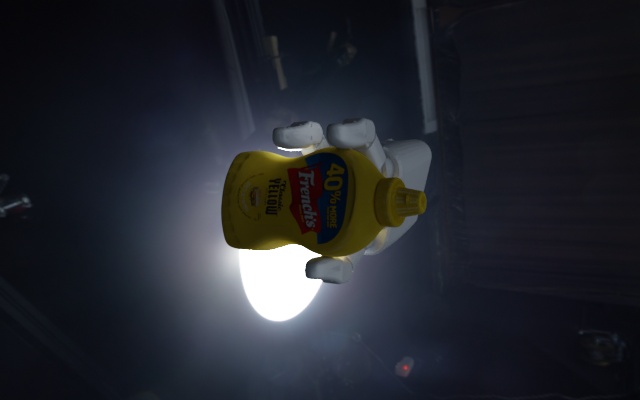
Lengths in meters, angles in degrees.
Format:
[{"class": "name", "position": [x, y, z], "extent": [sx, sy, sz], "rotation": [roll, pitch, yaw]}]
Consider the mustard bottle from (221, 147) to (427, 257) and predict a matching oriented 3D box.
[{"class": "mustard bottle", "position": [0.000, 0.001, 0.427], "extent": [0.191, 0.096, 0.058], "rotation": [0, -11, 32]}]
